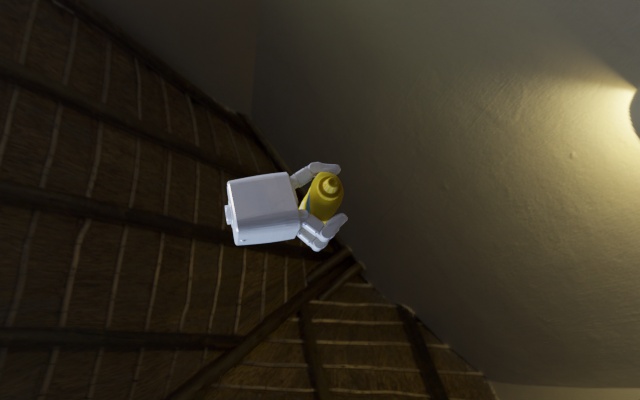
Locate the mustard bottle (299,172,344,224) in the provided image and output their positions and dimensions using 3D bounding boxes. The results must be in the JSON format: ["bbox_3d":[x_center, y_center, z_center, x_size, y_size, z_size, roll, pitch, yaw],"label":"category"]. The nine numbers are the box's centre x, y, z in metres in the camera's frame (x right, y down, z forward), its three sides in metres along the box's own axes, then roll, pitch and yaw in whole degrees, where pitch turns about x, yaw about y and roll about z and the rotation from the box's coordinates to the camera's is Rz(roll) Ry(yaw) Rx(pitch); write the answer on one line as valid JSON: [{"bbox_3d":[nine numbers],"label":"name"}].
[{"bbox_3d":[0.000,0.003,0.851,0.058,0.096,0.192,15,-22,-6],"label":"mustard bottle"}]
